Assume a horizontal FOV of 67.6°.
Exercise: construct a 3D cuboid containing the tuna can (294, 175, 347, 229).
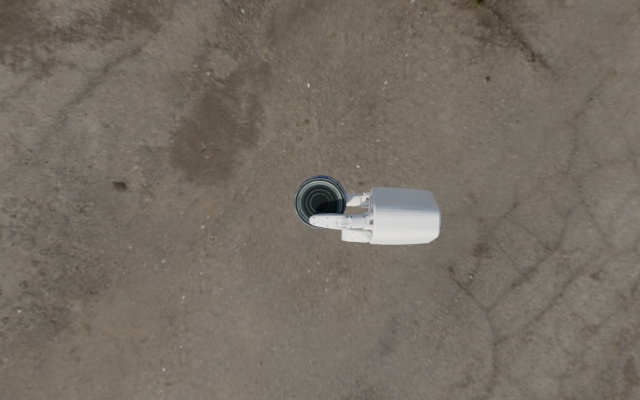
[{"bbox_3d":[0.000,0.003,0.784,0.086,0.086,0.033,0,8,5],"label":"tuna can"}]
